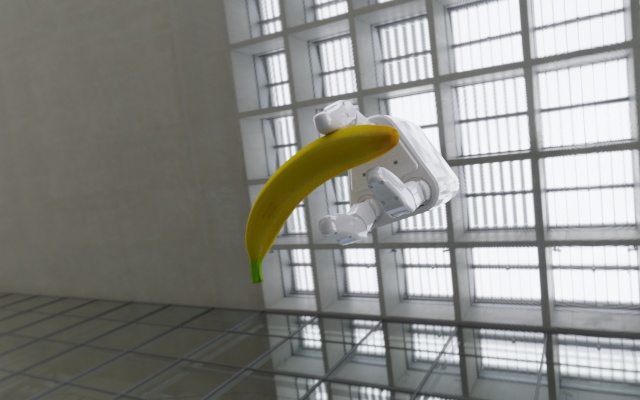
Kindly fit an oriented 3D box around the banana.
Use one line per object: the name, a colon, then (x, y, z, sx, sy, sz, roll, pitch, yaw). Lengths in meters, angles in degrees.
banana: (-0.013, -0.010, 0.438, 0.198, 0.069, 0.037, -47, -19, 23)
